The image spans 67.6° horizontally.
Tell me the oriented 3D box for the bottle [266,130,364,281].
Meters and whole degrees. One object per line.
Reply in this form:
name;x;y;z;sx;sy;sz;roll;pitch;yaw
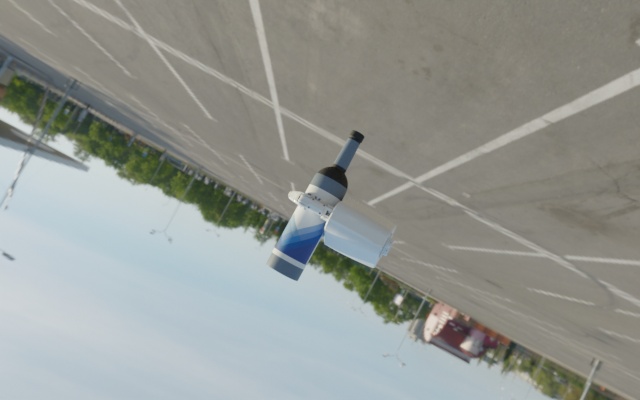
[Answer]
bottle;0.000;0.003;0.883;0.069;0.295;0.069;29;-5;3
